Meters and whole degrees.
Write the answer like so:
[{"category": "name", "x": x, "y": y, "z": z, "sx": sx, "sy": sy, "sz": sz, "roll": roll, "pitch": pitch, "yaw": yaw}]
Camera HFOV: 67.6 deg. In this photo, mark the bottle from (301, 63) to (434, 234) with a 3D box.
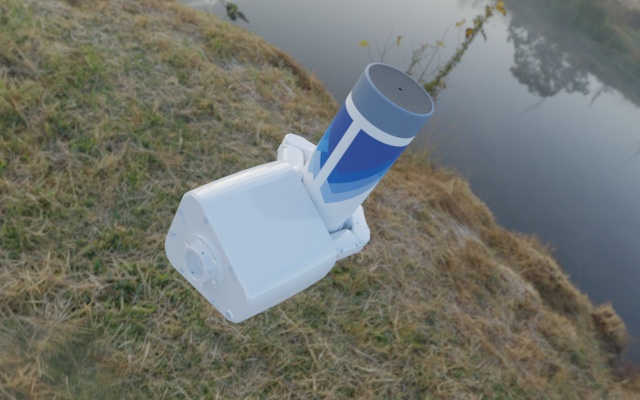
[{"category": "bottle", "x": 0.000, "y": 0.001, "z": 0.483, "sx": 0.069, "sy": 0.069, "sz": 0.296, "roll": 0, "pitch": -39, "yaw": -35}]
